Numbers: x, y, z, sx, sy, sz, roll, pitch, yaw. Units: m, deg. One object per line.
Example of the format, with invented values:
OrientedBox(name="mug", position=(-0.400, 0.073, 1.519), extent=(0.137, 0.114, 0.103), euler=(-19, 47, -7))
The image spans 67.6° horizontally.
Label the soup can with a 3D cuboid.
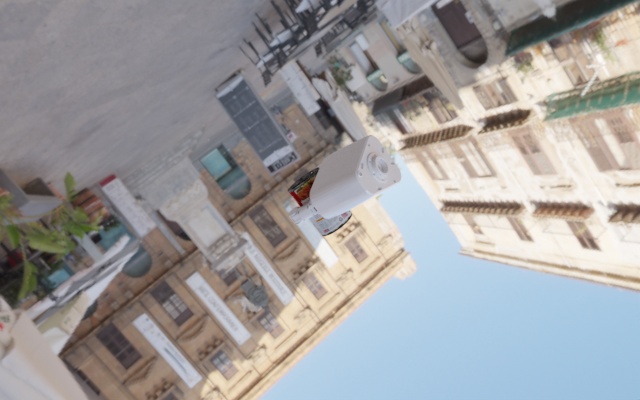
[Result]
OrientedBox(name="soup can", position=(0.000, 0.003, 0.830), extent=(0.068, 0.102, 0.068), euler=(-36, 11, 8))
